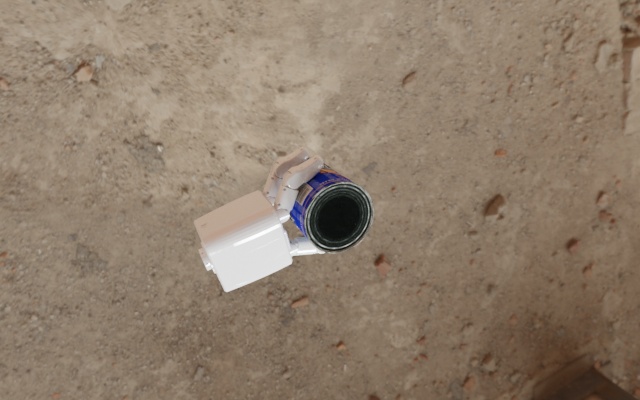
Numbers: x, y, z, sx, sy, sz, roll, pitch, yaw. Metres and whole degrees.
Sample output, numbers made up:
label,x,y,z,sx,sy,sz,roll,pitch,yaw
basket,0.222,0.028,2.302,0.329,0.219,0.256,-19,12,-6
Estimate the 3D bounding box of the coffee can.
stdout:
label,x,y,z,sx,sy,sz,roll,pitch,yaw
coffee can,0.000,0.002,0.697,0.103,0.103,0.140,0,18,-23
